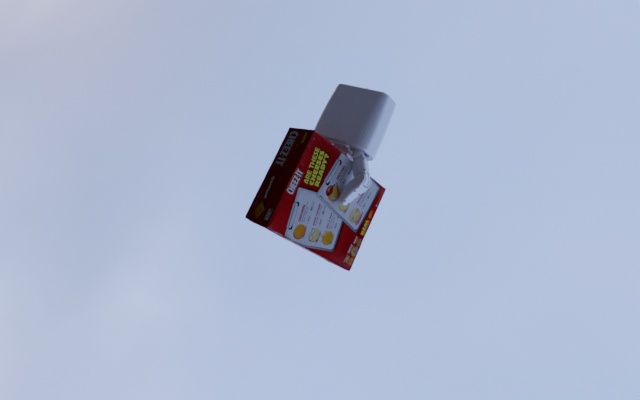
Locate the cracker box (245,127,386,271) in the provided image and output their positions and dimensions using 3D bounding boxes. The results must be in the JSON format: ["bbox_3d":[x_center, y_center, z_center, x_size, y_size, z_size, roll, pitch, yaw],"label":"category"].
[{"bbox_3d":[0.000,0.003,0.792,0.072,0.164,0.214,16,-12,45],"label":"cracker box"}]
